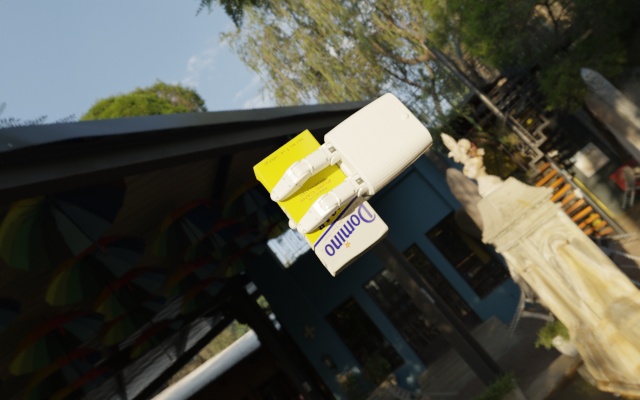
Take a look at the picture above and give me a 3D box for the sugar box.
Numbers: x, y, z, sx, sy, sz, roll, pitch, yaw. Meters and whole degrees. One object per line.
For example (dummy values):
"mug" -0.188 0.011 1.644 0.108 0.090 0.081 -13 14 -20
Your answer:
"sugar box" 0.000 0.002 0.632 0.093 0.176 0.048 -37 -15 -9
